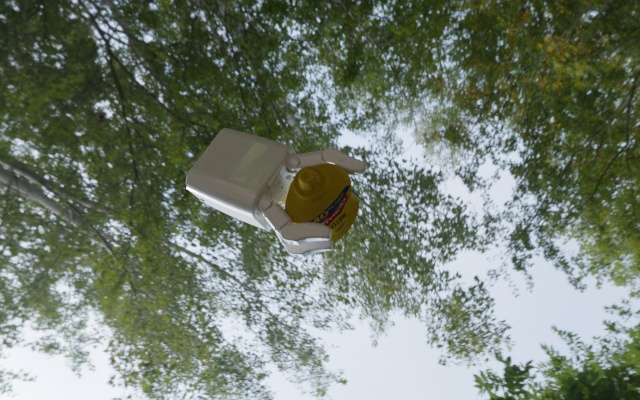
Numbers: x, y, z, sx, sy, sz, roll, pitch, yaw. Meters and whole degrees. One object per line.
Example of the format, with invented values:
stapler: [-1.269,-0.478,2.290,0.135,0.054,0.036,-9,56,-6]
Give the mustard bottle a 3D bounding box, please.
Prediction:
mustard bottle: [0.000,0.002,0.622,0.058,0.096,0.192,45,-6,21]
